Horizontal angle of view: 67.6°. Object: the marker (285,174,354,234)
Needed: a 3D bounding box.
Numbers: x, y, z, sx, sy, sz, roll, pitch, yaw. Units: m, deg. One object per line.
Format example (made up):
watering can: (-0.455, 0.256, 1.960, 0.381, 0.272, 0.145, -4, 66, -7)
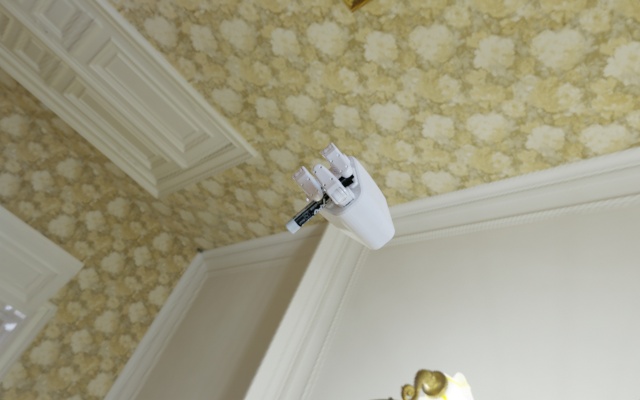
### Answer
marker: (0.000, 0.002, 0.683, 0.121, 0.020, 0.020, -41, -5, 6)
